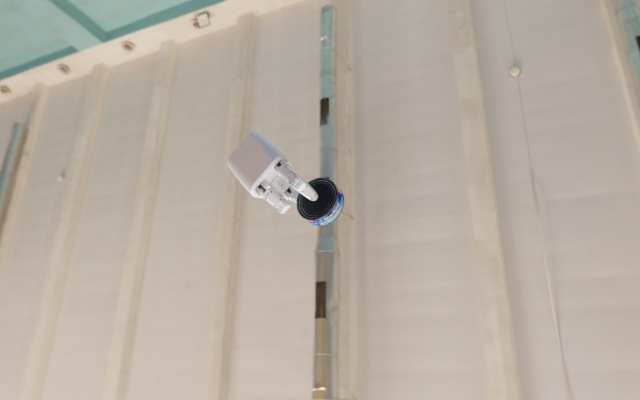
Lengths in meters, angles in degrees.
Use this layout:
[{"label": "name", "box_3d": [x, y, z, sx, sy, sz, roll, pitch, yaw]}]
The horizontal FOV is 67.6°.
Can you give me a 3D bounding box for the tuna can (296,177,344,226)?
[{"label": "tuna can", "box_3d": [0.000, 0.003, 0.882, 0.086, 0.086, 0.034, 0, -24, 31]}]
